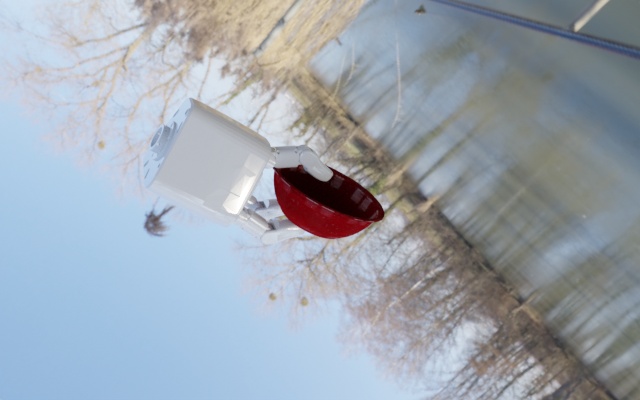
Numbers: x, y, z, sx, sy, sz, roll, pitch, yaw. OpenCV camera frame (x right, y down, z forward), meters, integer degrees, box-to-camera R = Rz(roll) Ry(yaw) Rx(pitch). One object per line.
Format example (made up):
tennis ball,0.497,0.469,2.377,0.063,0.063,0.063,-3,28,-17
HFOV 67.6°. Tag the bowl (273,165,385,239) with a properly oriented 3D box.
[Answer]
bowl,0.001,0.003,0.623,0.162,0.055,0.162,24,20,-9
